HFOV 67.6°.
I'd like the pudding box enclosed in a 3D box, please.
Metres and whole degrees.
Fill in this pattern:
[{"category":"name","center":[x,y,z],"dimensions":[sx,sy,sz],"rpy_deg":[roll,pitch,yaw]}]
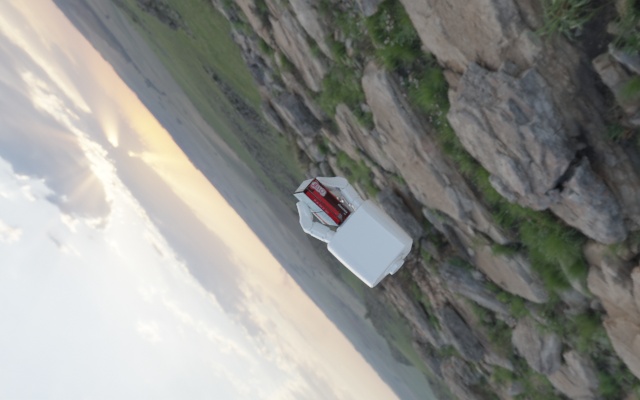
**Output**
[{"category":"pudding box","center":[0.000,0.003,0.867],"dimensions":[0.090,0.039,0.113],"rpy_deg":[45,-11,-9]}]
